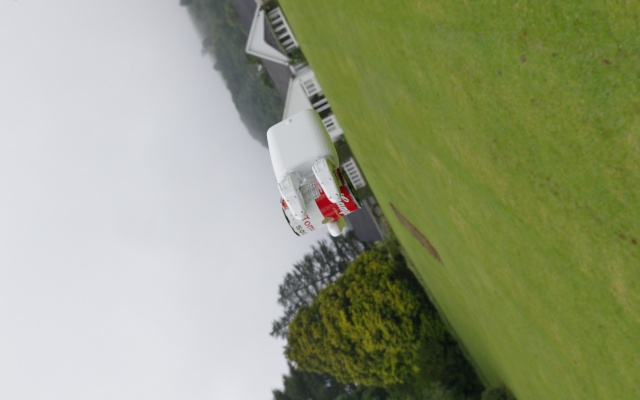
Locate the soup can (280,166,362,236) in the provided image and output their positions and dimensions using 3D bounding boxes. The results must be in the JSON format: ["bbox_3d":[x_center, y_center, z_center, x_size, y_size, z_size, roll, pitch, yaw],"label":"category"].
[{"bbox_3d":[0.000,0.003,0.702,0.102,0.068,0.068,-26,-5,10],"label":"soup can"}]
